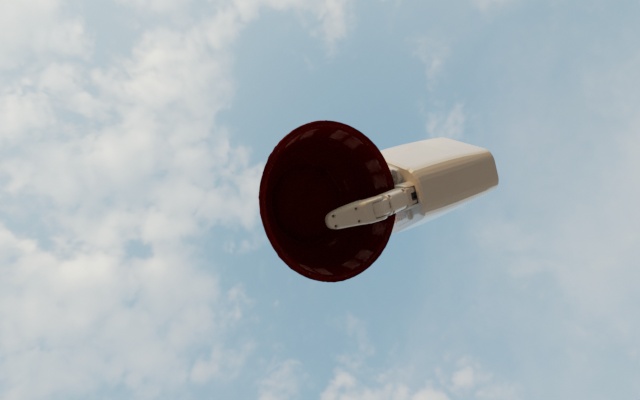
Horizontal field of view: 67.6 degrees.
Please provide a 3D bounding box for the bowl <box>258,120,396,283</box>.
[{"bbox_3d":[-0.001,0.002,0.496,0.162,0.162,0.055,0,-3,-32],"label":"bowl"}]
